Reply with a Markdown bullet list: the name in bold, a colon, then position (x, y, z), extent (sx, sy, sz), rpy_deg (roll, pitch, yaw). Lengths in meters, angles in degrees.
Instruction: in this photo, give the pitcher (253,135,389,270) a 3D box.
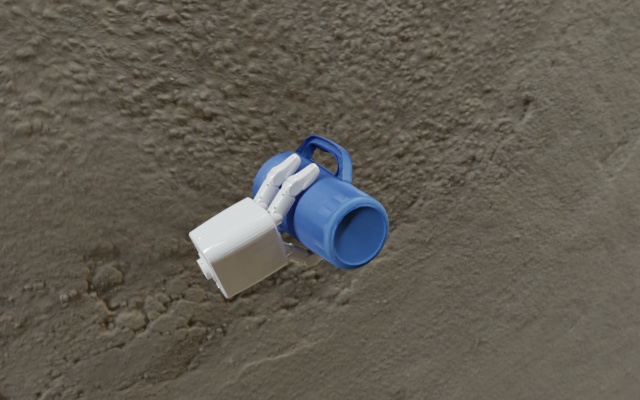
- **pitcher**: position (0.000, 0.003, 0.747), extent (0.145, 0.149, 0.242), rpy_deg (-29, 29, -19)
